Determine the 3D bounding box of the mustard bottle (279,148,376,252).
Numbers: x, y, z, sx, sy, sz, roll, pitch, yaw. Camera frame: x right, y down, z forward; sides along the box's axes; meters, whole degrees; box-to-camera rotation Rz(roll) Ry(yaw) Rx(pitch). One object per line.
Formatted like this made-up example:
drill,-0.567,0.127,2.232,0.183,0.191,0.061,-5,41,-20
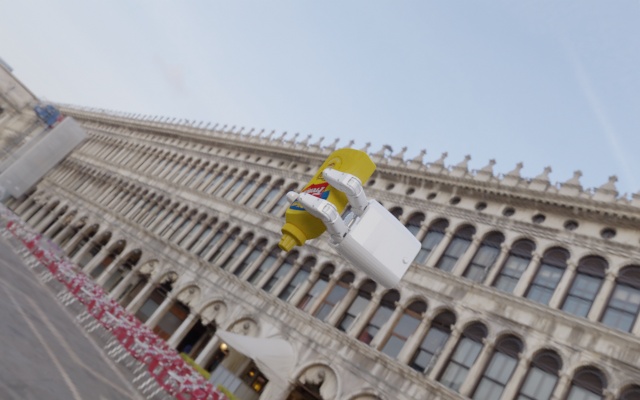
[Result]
mustard bottle,0.000,0.002,0.743,0.096,0.191,0.058,7,-38,53
